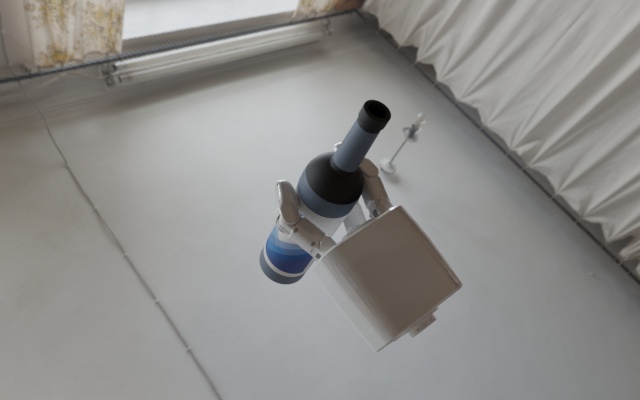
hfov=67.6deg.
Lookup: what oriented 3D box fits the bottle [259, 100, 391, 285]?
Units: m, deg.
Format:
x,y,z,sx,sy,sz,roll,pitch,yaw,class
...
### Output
x,y,z,sx,sy,sz,roll,pitch,yaw,class
0.000,0.002,0.535,0.069,0.069,0.296,0,-34,-25,bottle
